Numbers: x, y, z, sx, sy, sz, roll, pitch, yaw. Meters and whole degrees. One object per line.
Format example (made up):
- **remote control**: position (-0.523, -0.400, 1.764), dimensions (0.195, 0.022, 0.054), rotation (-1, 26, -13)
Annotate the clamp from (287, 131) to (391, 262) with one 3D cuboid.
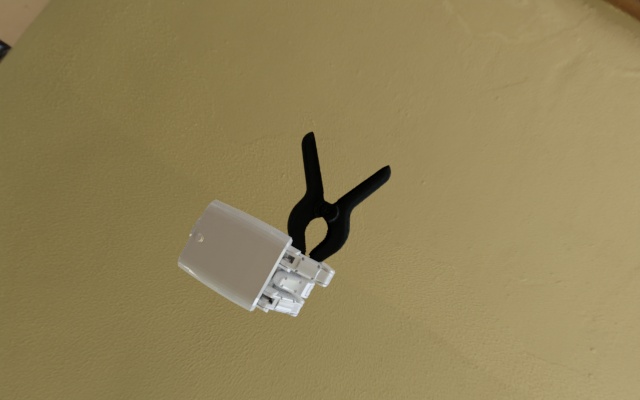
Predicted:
- **clamp**: position (0.000, 0.002, 0.601), dimensions (0.120, 0.171, 0.039), rotation (31, -5, -2)
